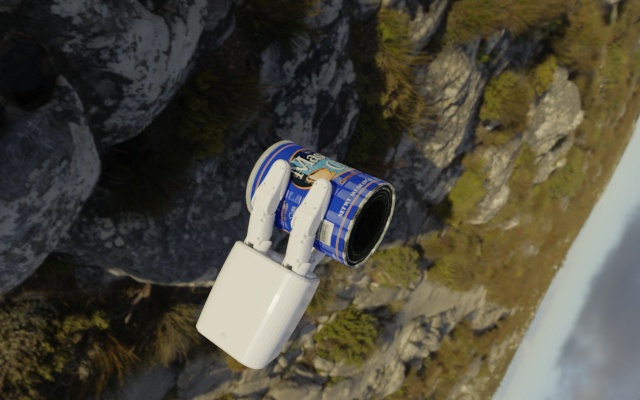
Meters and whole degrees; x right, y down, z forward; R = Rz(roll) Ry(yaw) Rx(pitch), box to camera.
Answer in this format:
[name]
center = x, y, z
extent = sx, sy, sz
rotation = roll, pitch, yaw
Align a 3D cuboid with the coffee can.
[coffee can]
center = 0.000, 0.002, 0.552
extent = 0.140, 0.103, 0.103
rotation = 26, 12, 27
